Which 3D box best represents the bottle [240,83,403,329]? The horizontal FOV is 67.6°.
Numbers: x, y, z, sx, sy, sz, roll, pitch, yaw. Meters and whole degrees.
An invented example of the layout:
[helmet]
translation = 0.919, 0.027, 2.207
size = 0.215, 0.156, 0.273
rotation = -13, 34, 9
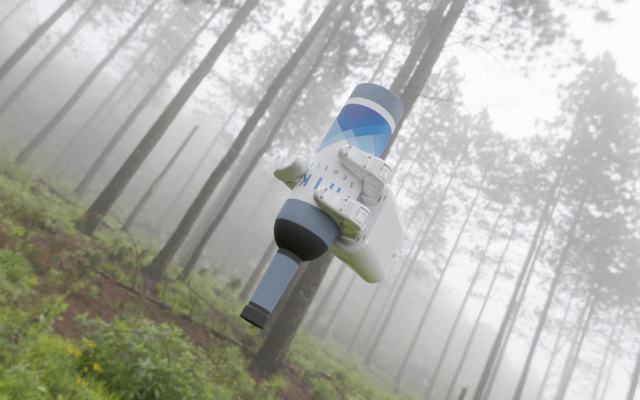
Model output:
[bottle]
translation = 0.000, 0.001, 0.524
size = 0.069, 0.295, 0.069
rotation = 26, -20, 10
